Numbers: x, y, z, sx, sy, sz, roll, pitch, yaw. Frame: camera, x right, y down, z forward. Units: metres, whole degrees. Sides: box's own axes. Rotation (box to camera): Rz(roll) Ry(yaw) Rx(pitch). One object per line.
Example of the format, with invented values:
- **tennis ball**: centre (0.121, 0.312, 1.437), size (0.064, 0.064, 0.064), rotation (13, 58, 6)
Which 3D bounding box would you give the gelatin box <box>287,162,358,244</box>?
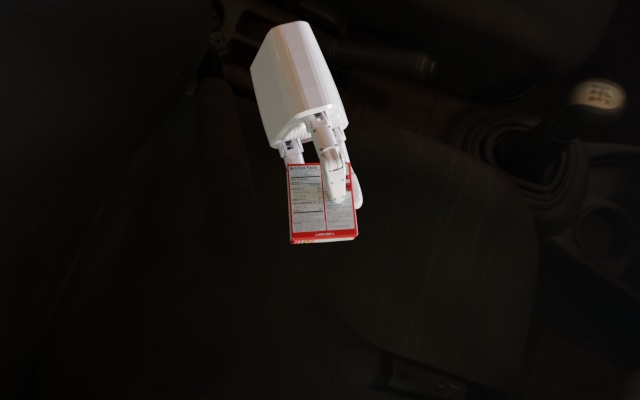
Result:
- **gelatin box**: centre (0.000, 0.002, 0.540), size (0.073, 0.089, 0.030), rotation (-3, -14, -7)
